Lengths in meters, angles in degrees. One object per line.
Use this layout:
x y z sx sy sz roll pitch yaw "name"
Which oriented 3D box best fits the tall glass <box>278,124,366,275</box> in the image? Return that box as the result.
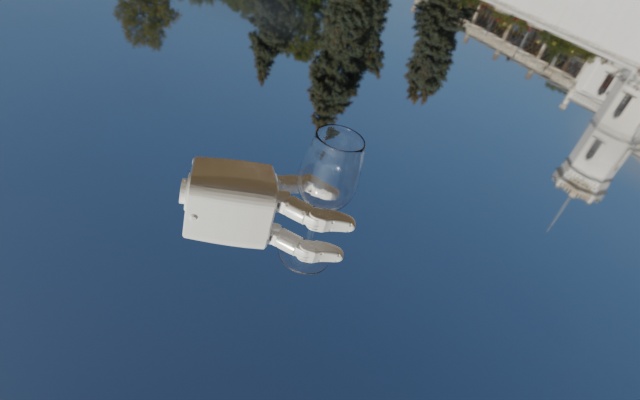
0.000 0.003 0.625 0.079 0.201 0.079 12 36 -9 "tall glass"
